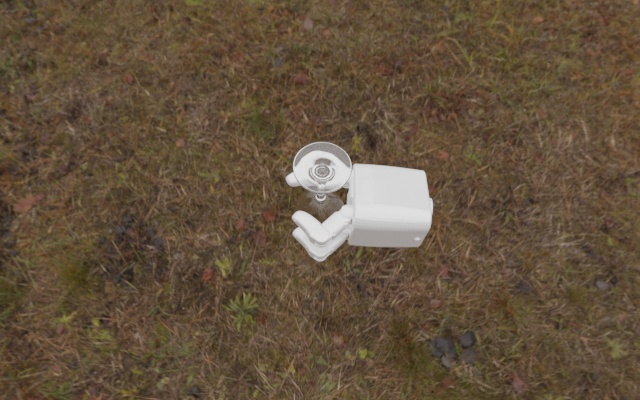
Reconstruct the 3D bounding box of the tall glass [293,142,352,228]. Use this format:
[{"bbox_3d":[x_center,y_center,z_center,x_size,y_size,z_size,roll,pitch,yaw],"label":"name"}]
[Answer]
[{"bbox_3d":[0.000,0.002,0.684,0.079,0.079,0.201,0,-26,-2],"label":"tall glass"}]
